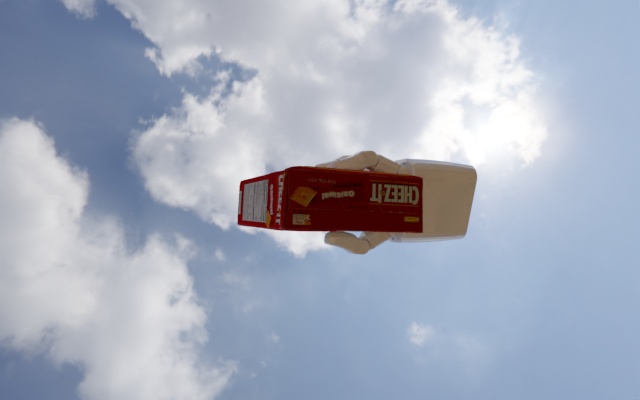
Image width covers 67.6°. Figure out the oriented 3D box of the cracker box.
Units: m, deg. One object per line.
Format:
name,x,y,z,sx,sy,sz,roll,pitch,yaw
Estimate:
cracker box,0.000,0.002,0.592,0.164,0.072,0.213,2,-2,-22
